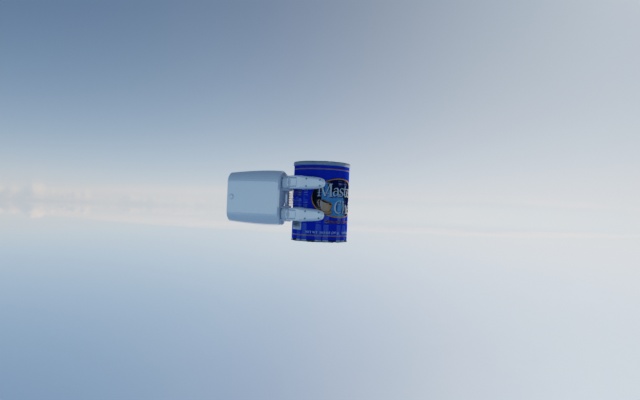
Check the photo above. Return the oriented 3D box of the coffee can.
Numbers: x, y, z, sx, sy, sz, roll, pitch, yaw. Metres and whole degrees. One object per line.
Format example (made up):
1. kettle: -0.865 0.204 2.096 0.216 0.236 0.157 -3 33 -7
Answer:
1. coffee can: 0.000 0.003 0.863 0.103 0.140 0.103 2 -1 0
